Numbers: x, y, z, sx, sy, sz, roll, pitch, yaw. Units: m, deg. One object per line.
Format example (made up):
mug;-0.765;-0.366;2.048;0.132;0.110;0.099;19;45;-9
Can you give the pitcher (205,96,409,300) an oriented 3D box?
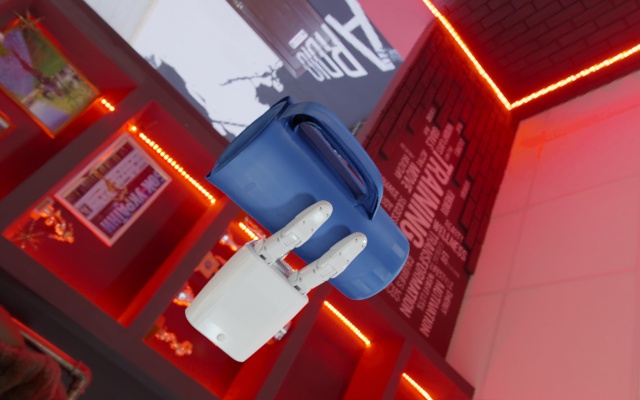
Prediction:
pitcher;0.000;0.002;0.564;0.243;0.145;0.149;45;-1;-17
